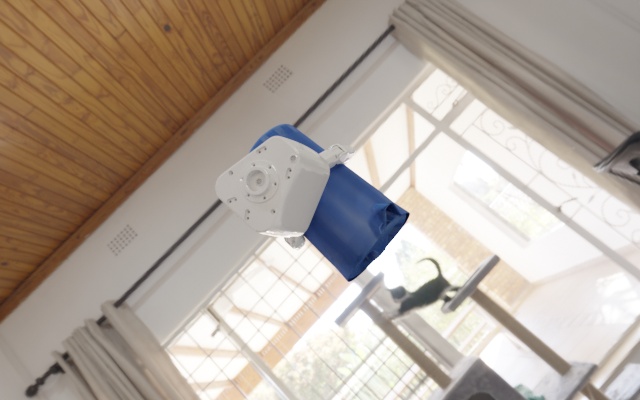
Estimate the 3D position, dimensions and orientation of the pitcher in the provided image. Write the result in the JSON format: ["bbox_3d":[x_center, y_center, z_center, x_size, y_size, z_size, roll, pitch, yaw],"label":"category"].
[{"bbox_3d":[0.000,0.002,0.725,0.242,0.149,0.145,42,10,16],"label":"pitcher"}]
